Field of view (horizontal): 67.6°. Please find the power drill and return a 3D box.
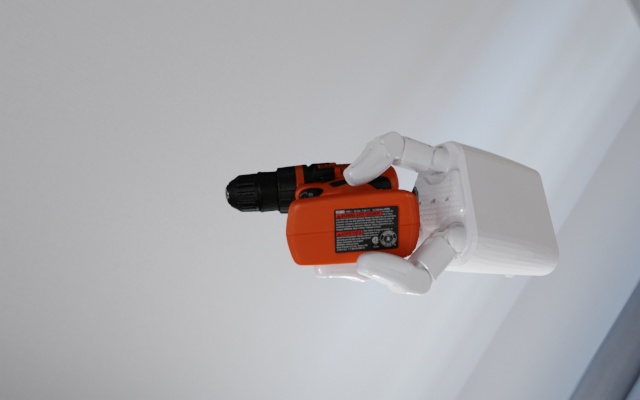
[{"bbox_3d":[0.000,0.002,0.445,0.184,0.057,0.187,-6,15,-6],"label":"power drill"}]
